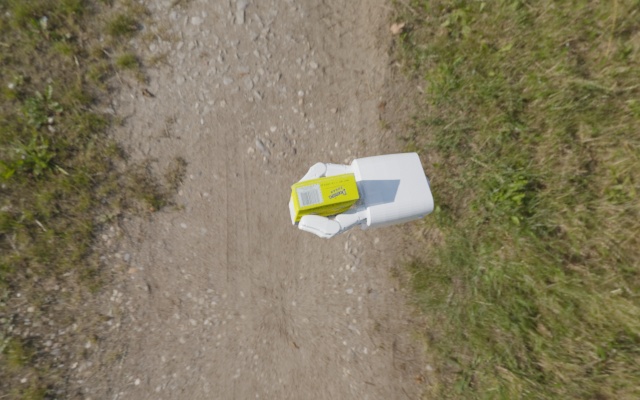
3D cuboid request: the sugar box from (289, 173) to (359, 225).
[{"bbox_3d":[0.000,0.003,0.759,0.093,0.048,0.176,-11,-11,-6],"label":"sugar box"}]
